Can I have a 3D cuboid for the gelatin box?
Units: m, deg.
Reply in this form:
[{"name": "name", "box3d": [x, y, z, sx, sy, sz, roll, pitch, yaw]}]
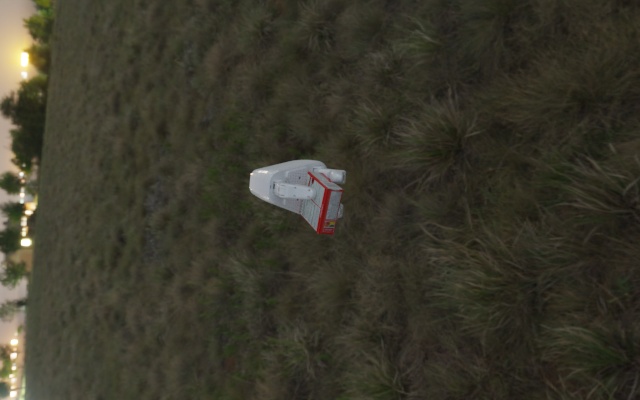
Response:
[{"name": "gelatin box", "box3d": [0.000, 0.003, 0.740, 0.030, 0.073, 0.089, 4, 18, -24]}]
